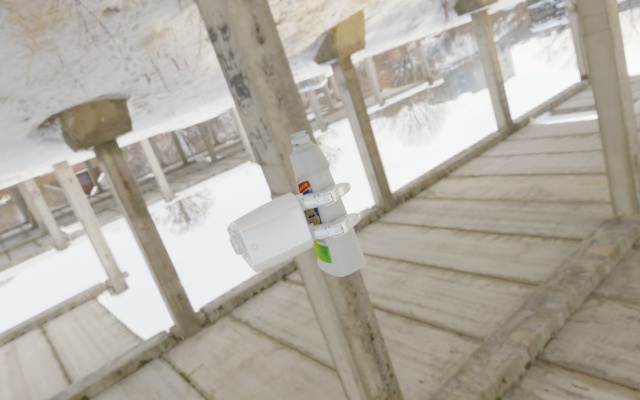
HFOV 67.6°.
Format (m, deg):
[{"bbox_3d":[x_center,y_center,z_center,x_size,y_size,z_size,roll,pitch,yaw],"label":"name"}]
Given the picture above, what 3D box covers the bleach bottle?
[{"bbox_3d":[0.000,0.003,0.821,0.068,0.251,0.102,-25,16,-21],"label":"bleach bottle"}]
